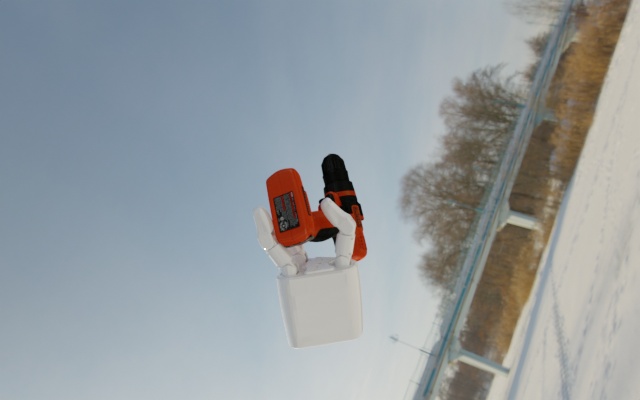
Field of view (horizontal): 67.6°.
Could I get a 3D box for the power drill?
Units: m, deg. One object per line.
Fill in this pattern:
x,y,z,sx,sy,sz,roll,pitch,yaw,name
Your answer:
0.000,0.003,0.723,0.057,0.184,0.187,-24,-18,30,power drill
